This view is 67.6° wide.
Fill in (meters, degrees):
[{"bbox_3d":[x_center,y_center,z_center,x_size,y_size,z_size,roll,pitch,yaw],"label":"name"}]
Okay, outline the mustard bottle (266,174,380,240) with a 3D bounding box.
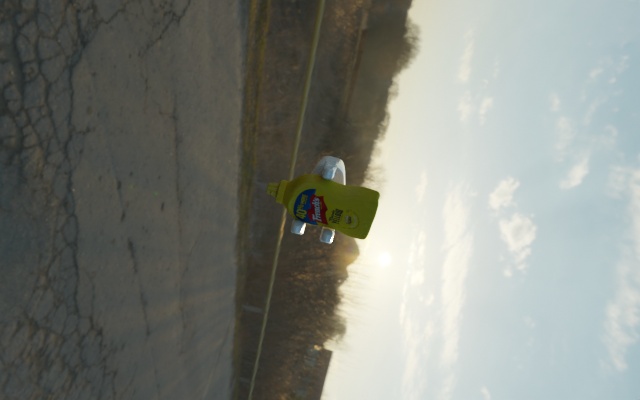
[{"bbox_3d":[0.000,0.003,0.829,0.191,0.096,0.058,16,41,1],"label":"mustard bottle"}]
